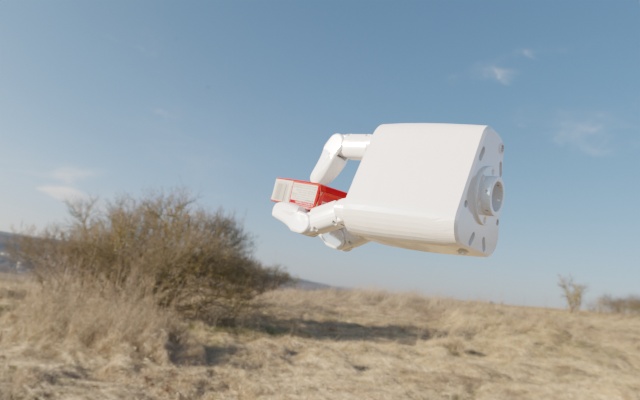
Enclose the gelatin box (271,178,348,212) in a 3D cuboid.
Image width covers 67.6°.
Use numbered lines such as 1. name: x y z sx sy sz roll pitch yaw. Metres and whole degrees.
1. gelatin box: 0.000 0.001 0.516 0.073 0.030 0.089 18 -4 -36
